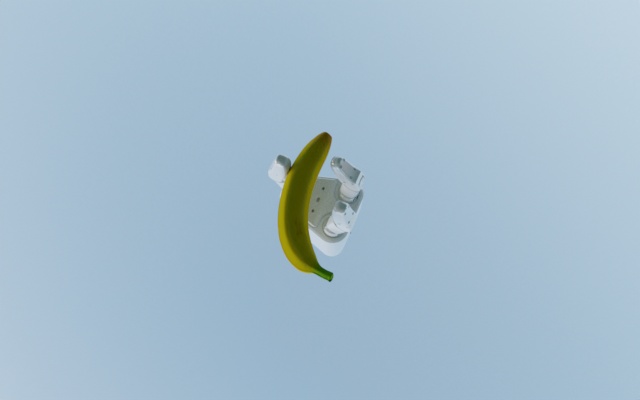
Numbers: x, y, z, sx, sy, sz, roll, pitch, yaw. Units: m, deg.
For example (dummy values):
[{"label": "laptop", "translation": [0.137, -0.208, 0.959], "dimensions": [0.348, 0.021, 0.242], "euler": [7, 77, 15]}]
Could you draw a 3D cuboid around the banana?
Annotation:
[{"label": "banana", "translation": [-0.018, 0.006, 0.591], "dimensions": [0.069, 0.197, 0.037], "euler": [-2, -22, 4]}]
